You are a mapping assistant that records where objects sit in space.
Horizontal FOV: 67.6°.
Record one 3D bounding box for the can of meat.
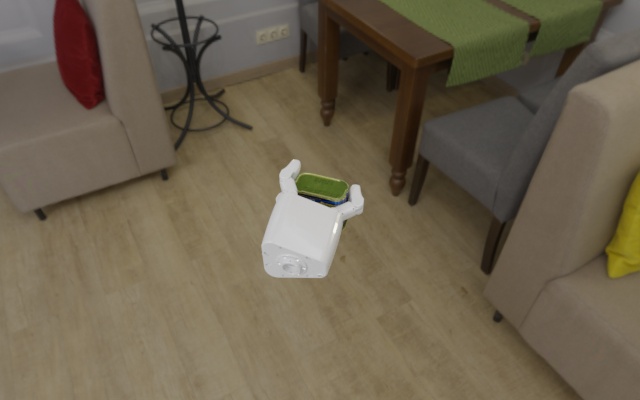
[{"bbox_3d":[0.000,0.003,0.853,0.102,0.084,0.057,13,47,12],"label":"can of meat"}]
